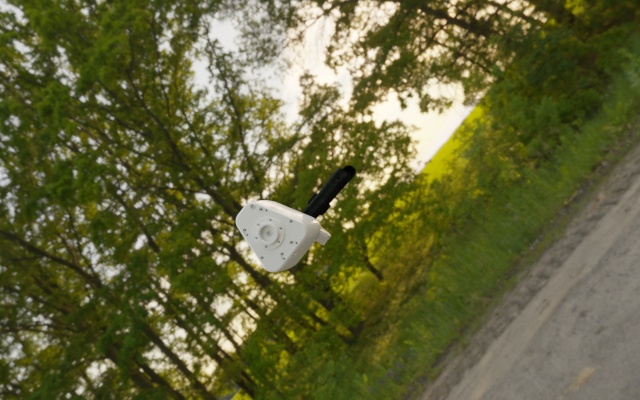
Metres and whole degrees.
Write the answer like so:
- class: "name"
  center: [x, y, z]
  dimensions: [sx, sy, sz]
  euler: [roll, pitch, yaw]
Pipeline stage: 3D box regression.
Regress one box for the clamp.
- class: "clamp"
  center: [0.000, 0.002, 0.839]
  dimensions: [0.039, 0.171, 0.120]
  euler: [40, 4, 10]
